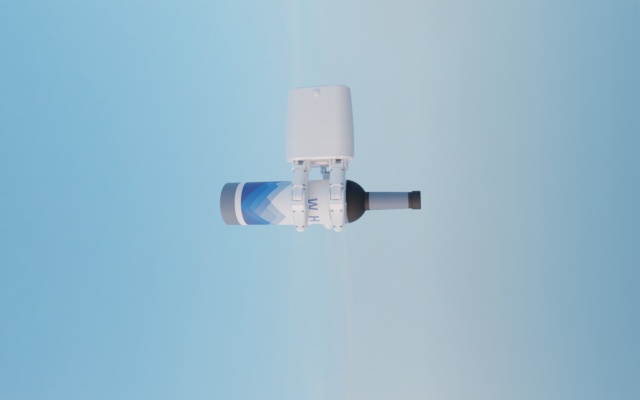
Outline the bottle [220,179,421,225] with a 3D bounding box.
[{"bbox_3d":[0.000,0.002,0.715,0.296,0.069,0.069,-1,0,12],"label":"bottle"}]
